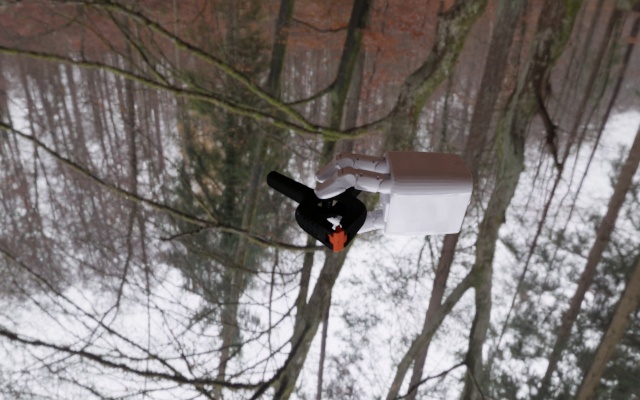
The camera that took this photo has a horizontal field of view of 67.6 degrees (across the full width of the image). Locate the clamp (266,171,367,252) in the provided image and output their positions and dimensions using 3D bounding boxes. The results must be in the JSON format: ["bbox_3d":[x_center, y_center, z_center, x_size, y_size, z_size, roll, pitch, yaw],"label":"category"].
[{"bbox_3d":[0.000,0.003,0.659,0.164,0.036,0.210,-1,27,1],"label":"clamp"}]
